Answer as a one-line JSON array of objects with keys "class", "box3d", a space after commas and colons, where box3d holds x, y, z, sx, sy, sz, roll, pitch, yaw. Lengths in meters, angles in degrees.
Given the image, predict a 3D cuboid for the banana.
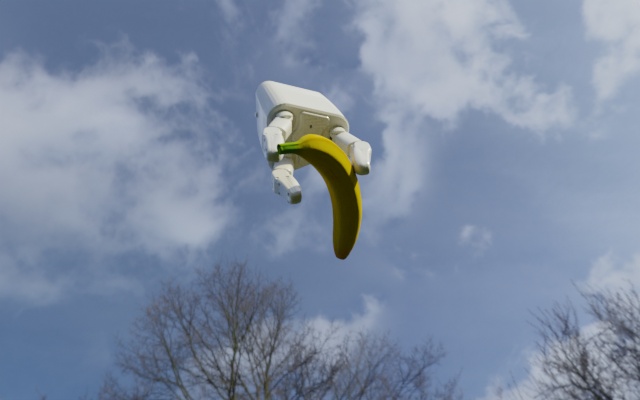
[{"class": "banana", "box3d": [0.015, -0.010, 0.572, 0.069, 0.198, 0.037, -29, 37, -2]}]
